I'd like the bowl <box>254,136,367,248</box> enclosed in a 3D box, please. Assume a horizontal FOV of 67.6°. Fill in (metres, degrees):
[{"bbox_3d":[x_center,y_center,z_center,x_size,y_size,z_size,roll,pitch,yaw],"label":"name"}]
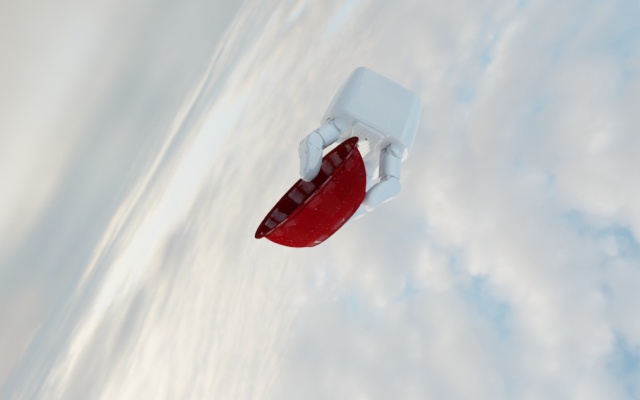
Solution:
[{"bbox_3d":[0.000,0.003,0.542,0.162,0.055,0.162,-42,10,10],"label":"bowl"}]
